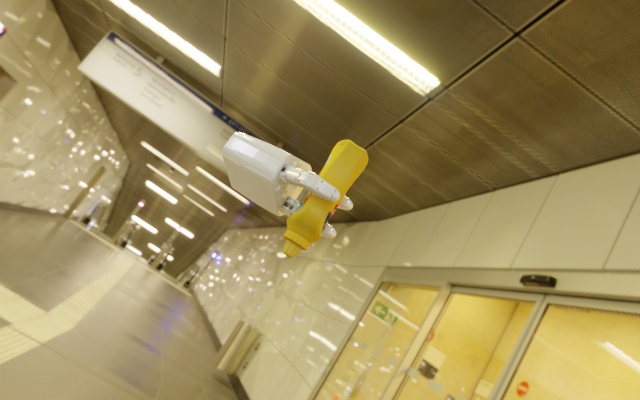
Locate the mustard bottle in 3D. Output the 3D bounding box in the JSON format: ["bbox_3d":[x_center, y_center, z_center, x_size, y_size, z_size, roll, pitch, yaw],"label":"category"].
[{"bbox_3d":[0.001,0.002,0.728,0.058,0.191,0.096,34,-13,-2],"label":"mustard bottle"}]
